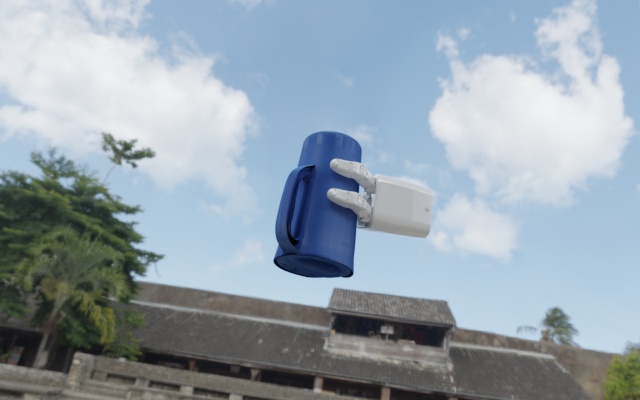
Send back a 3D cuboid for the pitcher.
[{"bbox_3d":[0.000,0.003,0.812,0.145,0.242,0.149,12,-23,-8],"label":"pitcher"}]
